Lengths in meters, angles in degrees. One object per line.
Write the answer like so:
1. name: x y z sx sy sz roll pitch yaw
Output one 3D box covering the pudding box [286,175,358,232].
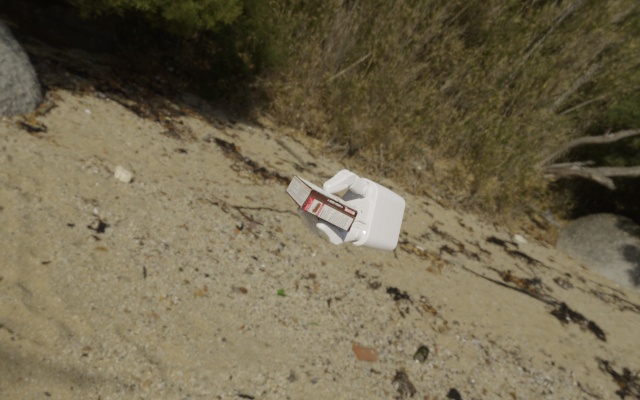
1. pudding box: 0.000 0.002 0.765 0.090 0.039 0.113 26 4 -21
